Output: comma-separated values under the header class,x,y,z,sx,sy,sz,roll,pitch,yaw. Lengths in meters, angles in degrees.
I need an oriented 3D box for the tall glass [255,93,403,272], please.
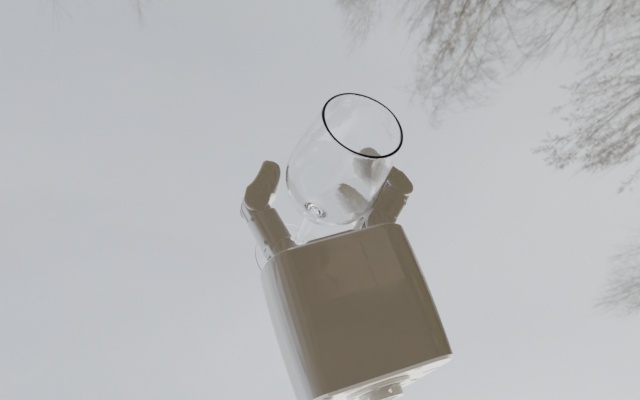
class,x,y,z,sx,sy,sz,roll,pitch,yaw
tall glass,0.000,0.002,0.412,0.079,0.079,0.201,0,-34,-21
